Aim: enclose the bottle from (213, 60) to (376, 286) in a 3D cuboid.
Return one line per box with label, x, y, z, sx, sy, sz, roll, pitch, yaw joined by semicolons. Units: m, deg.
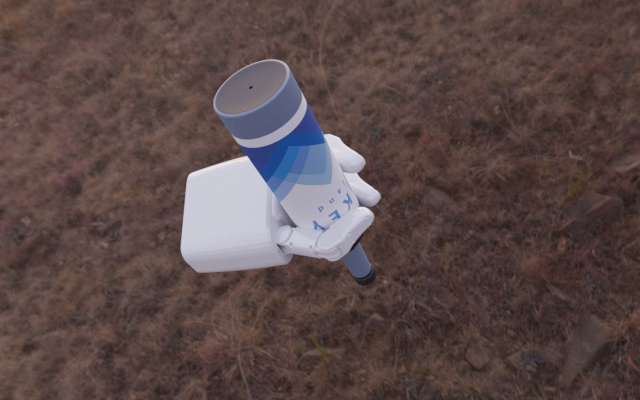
bottle;0.000;0.001;0.473;0.069;0.069;0.296;0;-37;28
